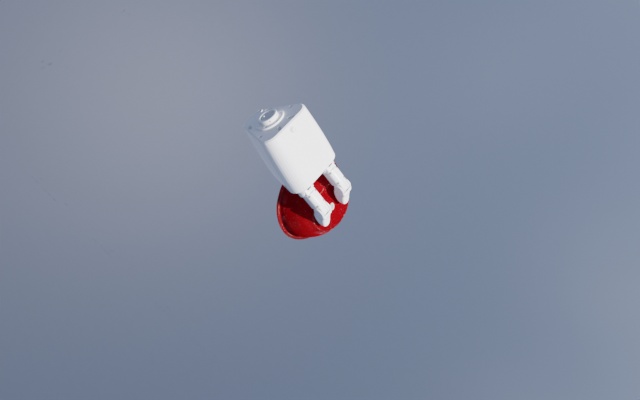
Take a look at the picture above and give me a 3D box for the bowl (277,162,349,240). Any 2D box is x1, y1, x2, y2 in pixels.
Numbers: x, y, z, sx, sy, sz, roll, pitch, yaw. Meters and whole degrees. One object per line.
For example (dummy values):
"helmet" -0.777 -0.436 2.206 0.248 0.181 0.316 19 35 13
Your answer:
"bowl" 0.001 0.004 0.848 0.055 0.162 0.162 24 15 39
